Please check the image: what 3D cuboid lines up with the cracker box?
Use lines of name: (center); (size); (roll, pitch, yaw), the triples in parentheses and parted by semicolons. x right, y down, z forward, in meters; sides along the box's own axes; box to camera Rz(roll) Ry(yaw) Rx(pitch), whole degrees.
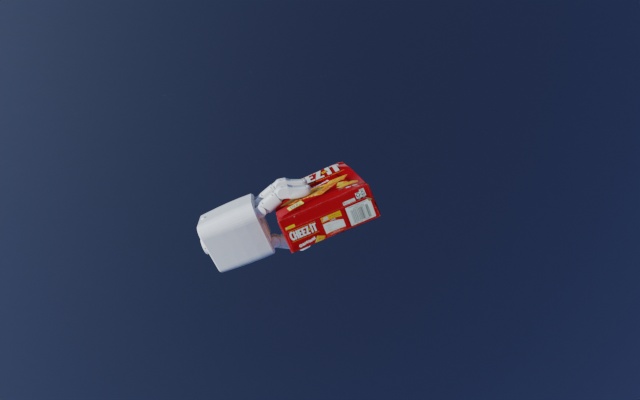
cracker box: (0.000, 0.003, 0.883); (0.164, 0.072, 0.213); (-23, 17, -2)
